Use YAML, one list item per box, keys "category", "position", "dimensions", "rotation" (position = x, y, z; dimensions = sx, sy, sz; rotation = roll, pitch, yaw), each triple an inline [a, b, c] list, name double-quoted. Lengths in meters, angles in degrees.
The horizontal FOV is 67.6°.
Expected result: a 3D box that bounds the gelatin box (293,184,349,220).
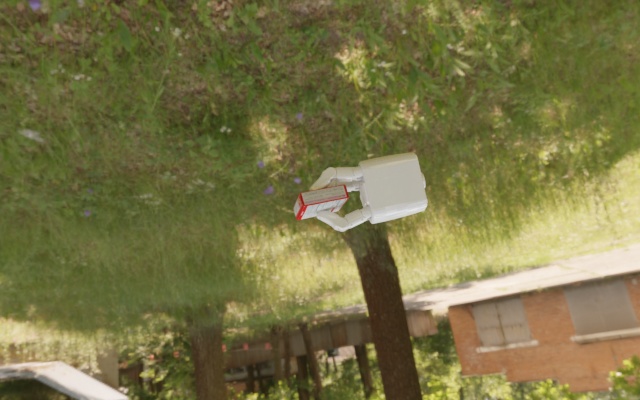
- category: "gelatin box"
  position: [0.000, 0.003, 0.874]
  dimensions: [0.089, 0.030, 0.073]
  rotation: [-12, -18, -17]
